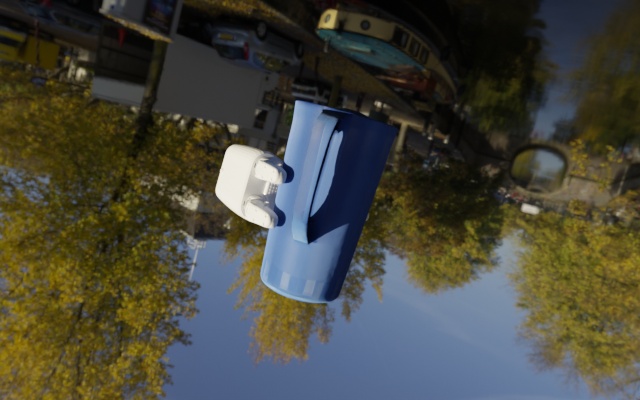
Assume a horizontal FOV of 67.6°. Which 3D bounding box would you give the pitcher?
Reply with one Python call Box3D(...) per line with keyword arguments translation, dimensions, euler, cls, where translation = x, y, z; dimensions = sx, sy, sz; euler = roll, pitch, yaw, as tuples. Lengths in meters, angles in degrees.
Box3D(translation=(0.000, 0.002, 0.604), dimensions=(0.149, 0.243, 0.145), euler=(11, 8, -34), cls="pitcher")
